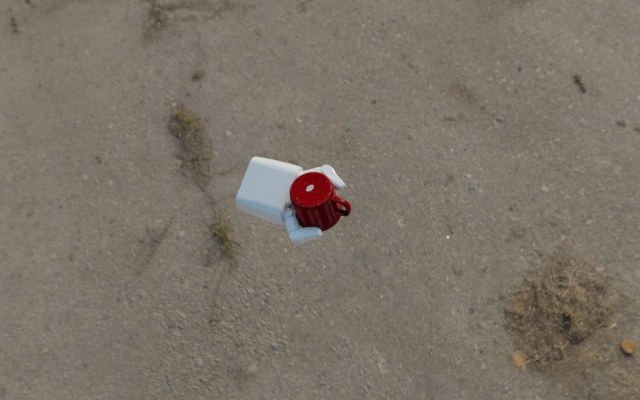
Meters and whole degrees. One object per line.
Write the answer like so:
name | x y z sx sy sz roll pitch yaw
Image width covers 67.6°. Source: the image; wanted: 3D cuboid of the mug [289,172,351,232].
mug | 0.001 0.003 0.886 0.117 0.093 0.081 15 -27 20
